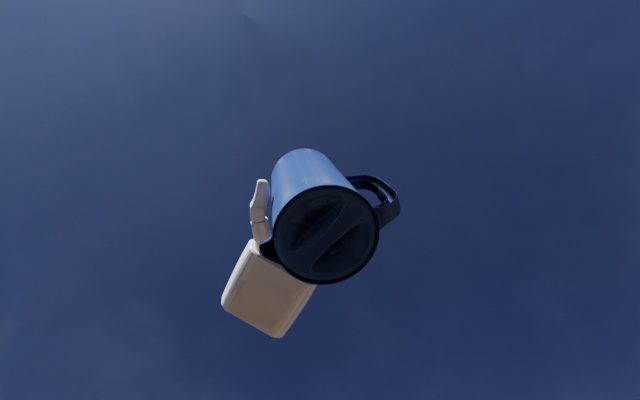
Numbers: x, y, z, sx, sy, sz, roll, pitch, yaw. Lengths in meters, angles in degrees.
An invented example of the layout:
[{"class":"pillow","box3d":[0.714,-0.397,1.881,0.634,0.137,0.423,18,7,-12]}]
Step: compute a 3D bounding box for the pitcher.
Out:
[{"class":"pitcher","box3d":[0.000,0.002,0.684,0.149,0.145,0.242,24,15,-17]}]
